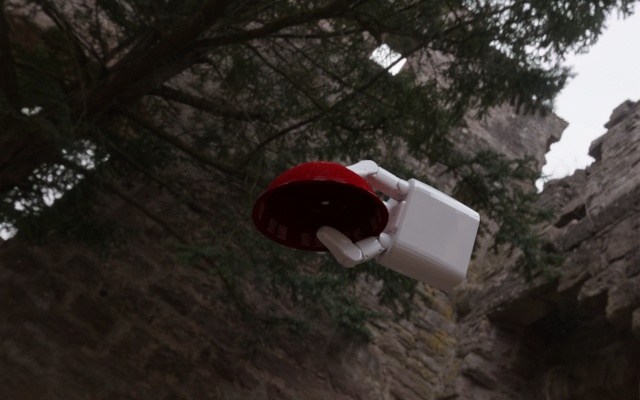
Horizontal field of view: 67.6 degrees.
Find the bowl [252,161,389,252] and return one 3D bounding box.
[{"bbox_3d":[-0.001,0.001,0.577,0.162,0.055,0.162,1,-33,0],"label":"bowl"}]
